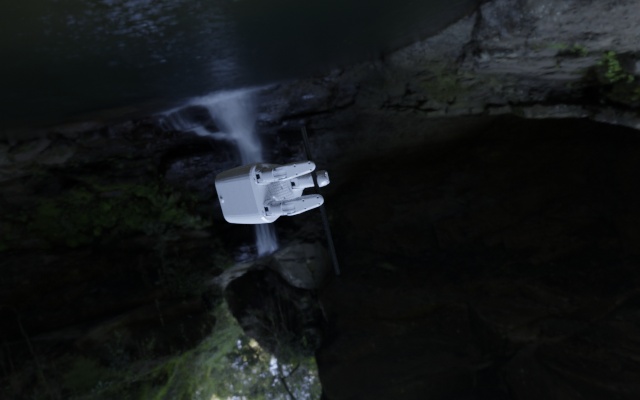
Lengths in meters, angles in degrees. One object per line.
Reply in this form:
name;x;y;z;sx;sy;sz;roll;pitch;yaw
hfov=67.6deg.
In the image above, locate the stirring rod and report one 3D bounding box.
stirring rod;0.000;0.002;0.750;0.011;0.239;0.011;-13;8;2
